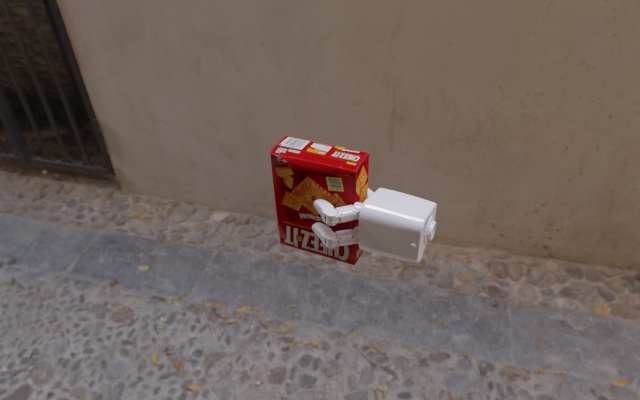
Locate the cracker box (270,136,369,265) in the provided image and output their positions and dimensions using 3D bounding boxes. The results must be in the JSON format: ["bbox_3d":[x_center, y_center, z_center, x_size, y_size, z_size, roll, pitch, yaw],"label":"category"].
[{"bbox_3d":[0.000,0.003,0.868,0.164,0.214,0.072,14,40,21],"label":"cracker box"}]
